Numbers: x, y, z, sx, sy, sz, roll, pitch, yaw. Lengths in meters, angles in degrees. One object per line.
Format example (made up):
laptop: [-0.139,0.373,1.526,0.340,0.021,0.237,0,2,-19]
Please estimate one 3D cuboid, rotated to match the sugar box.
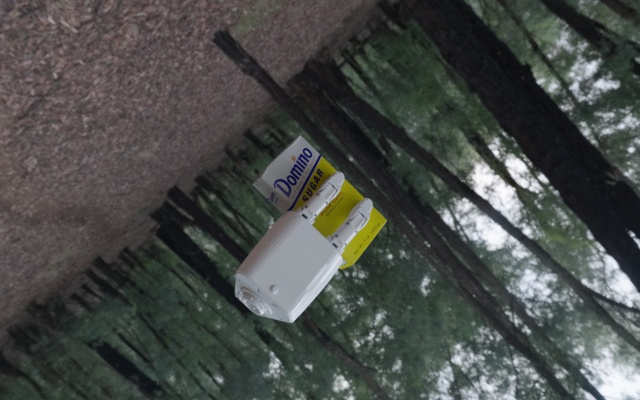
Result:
sugar box: [0.000,0.002,0.671,0.093,0.176,0.048,-49,8,-28]
